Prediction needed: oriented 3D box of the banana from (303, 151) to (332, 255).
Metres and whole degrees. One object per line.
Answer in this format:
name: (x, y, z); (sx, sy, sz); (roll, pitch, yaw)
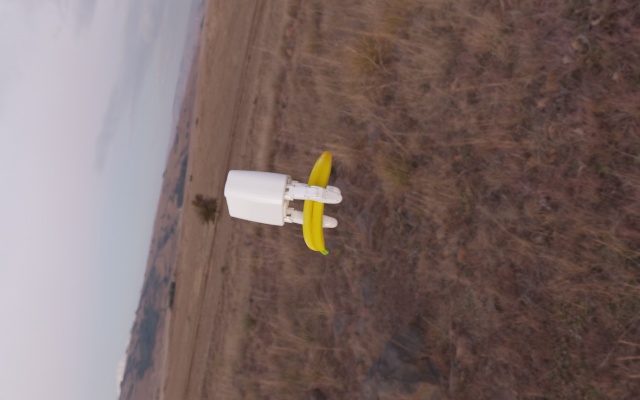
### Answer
banana: (-0.006, 0.009, 0.881); (0.037, 0.198, 0.069); (7, 10, 19)
